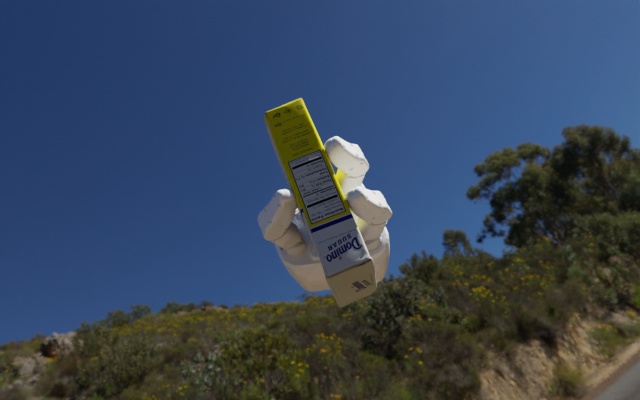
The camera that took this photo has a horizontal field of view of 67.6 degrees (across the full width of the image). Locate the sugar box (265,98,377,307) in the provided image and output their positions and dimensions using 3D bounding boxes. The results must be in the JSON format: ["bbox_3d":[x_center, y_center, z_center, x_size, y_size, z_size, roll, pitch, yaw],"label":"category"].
[{"bbox_3d":[0.001,0.001,0.444,0.048,0.176,0.093,-24,-27,-3],"label":"sugar box"}]
